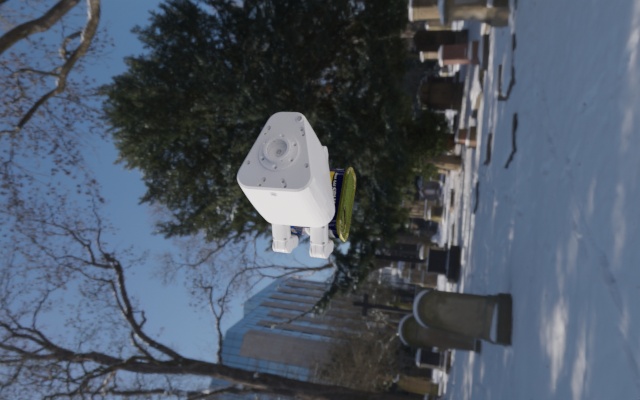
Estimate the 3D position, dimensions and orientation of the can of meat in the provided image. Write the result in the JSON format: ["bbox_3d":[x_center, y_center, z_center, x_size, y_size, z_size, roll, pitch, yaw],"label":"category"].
[{"bbox_3d":[0.000,0.002,0.679,0.084,0.102,0.057,4,-20,16],"label":"can of meat"}]
